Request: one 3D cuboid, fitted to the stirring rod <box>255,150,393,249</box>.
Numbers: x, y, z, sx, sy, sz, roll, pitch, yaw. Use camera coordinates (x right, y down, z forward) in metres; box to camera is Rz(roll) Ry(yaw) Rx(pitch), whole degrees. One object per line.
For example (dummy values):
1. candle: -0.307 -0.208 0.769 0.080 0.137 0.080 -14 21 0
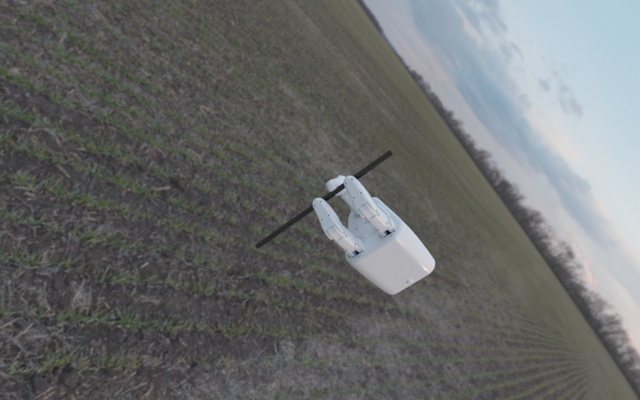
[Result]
1. stirring rod: 0.000 0.002 0.672 0.239 0.011 0.011 -35 -12 17
